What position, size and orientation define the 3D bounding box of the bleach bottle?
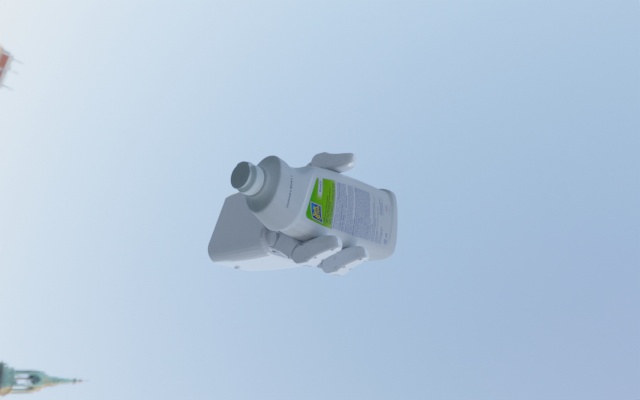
[{"bbox_3d":[0.000,0.002,0.560,0.068,0.102,0.251,-13,-24,37],"label":"bleach bottle"}]
